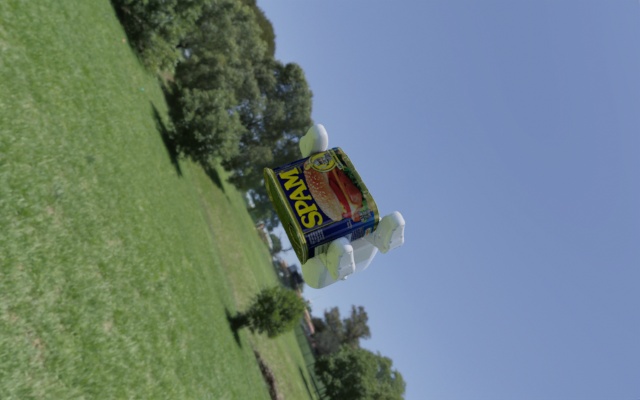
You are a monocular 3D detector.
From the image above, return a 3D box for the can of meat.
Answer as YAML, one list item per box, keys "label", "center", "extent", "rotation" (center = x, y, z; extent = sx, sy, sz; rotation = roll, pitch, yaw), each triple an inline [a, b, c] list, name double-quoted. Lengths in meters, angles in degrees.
- label: "can of meat"
  center: [0.000, 0.001, 0.483]
  extent: [0.084, 0.102, 0.057]
  rotation: [-21, -28, -13]
